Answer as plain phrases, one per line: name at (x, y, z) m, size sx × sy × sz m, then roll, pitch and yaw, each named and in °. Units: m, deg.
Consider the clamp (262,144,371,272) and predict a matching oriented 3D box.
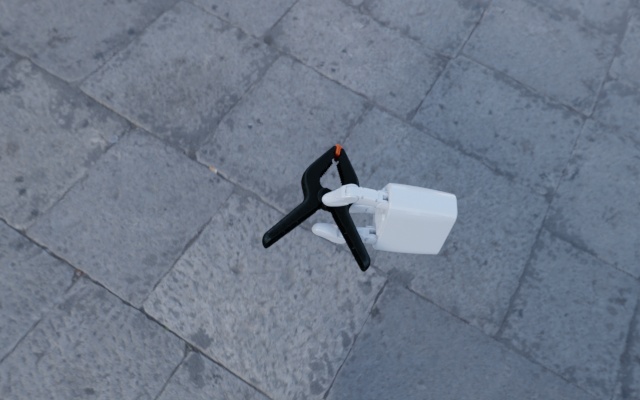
clamp at (0.001, 0.002, 0.749) m, size 0.164 × 0.209 × 0.036 m, roll 8°, pitch -28°, yaw -7°
